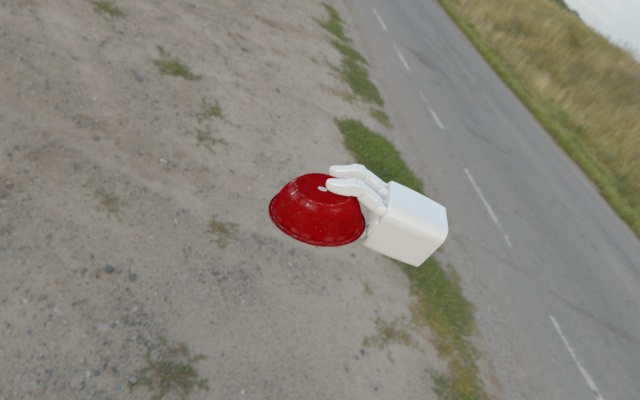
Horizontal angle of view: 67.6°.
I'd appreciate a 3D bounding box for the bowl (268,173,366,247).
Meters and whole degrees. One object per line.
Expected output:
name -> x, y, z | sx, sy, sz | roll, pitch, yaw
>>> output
bowl -> -0.001, 0.002, 0.763 | 0.162, 0.055, 0.162 | 9, 33, -6
